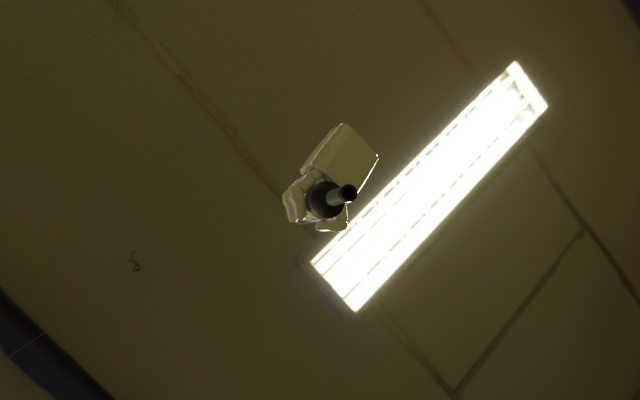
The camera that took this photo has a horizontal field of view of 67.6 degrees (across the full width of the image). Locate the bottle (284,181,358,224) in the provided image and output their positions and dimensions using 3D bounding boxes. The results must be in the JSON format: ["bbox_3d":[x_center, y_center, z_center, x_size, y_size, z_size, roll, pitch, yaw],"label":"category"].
[{"bbox_3d":[0.000,0.003,0.874,0.069,0.069,0.296,0,-6,-18],"label":"bottle"}]
